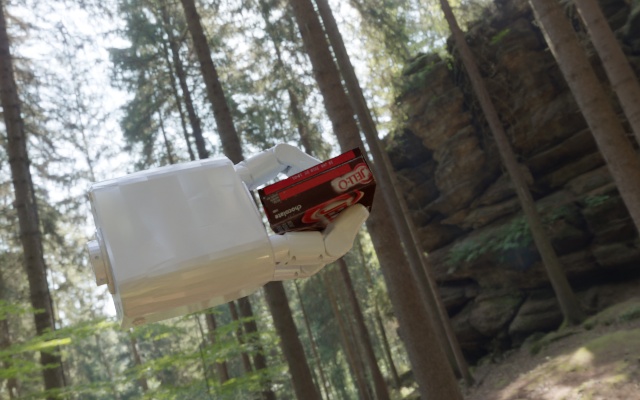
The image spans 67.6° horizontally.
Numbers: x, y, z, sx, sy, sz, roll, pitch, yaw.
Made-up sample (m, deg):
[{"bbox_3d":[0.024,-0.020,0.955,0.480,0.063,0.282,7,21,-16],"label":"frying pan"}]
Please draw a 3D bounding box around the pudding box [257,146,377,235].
[{"bbox_3d":[0.000,0.001,0.420,0.090,0.039,0.113,-22,-12,-2],"label":"pudding box"}]
